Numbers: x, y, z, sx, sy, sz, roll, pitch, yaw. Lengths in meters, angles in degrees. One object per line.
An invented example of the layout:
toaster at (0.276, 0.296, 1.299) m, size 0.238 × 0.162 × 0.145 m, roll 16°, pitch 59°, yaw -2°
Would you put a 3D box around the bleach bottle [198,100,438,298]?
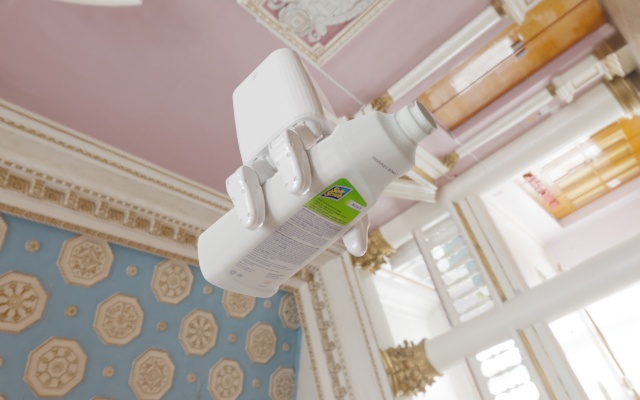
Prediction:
bleach bottle at (0.000, 0.001, 0.442) m, size 0.251 × 0.068 × 0.102 m, roll -37°, pitch -38°, yaw 26°
